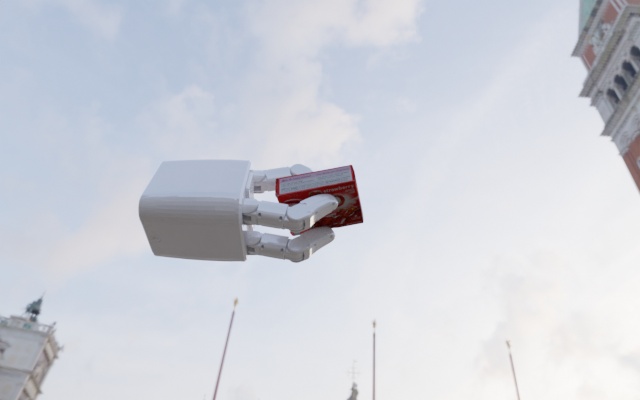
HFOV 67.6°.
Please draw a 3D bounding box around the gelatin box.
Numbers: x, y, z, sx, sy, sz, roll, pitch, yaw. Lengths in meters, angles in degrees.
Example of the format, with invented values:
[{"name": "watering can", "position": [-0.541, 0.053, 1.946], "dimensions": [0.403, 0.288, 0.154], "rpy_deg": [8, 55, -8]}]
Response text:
[{"name": "gelatin box", "position": [0.000, 0.001, 0.541], "dimensions": [0.089, 0.030, 0.073], "rpy_deg": [-11, -43, 5]}]
